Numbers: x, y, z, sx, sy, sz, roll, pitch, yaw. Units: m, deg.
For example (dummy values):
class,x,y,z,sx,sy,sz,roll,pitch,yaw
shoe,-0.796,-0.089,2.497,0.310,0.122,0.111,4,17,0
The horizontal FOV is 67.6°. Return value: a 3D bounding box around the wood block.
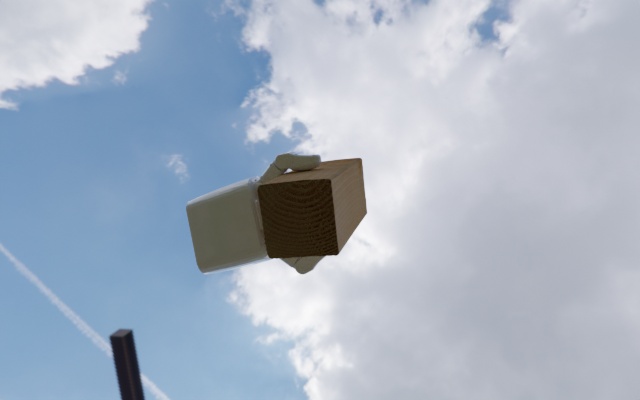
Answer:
class,x,y,z,sx,sy,sz,roll,pitch,yaw
wood block,0.000,0.002,0.638,0.090,0.091,0.206,-5,10,15
